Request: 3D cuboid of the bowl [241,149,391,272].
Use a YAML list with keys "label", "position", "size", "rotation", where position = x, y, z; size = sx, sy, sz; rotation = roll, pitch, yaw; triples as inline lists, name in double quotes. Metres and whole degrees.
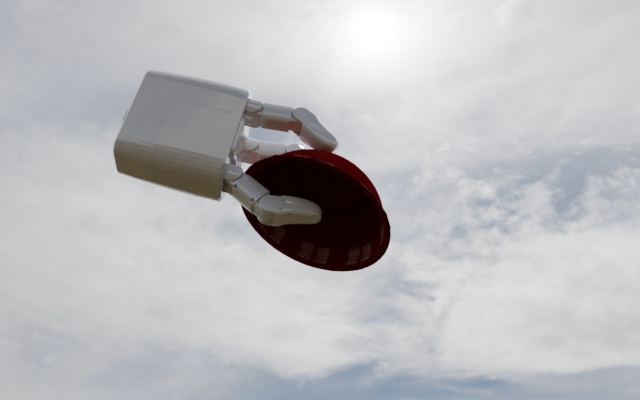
- label: "bowl"
  position: [0.001, 0.002, 0.493]
  size: [0.162, 0.162, 0.055]
  rotation: [0, 42, 28]
